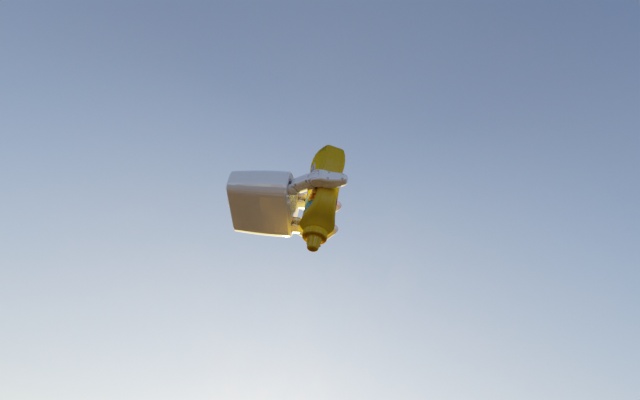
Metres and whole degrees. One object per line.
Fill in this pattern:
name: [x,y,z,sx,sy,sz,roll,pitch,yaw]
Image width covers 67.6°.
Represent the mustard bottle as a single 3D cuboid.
mustard bottle: [0.001,0.003,0.811,0.058,0.191,0.096,19,-39,-10]
